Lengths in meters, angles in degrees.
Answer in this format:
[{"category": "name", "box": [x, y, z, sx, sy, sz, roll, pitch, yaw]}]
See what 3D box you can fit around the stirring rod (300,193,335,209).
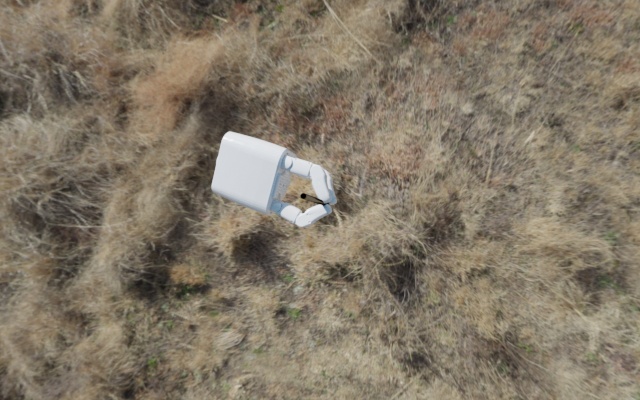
[{"category": "stirring rod", "box": [0.000, 0.002, 0.729, 0.011, 0.011, 0.239, 0, -4, 11]}]
